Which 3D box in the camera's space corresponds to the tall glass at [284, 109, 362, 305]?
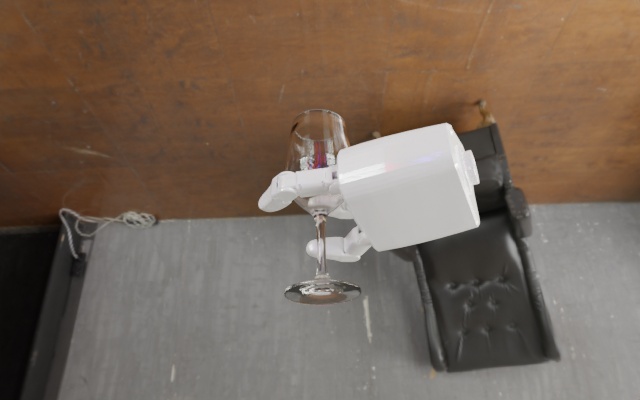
[{"bbox_3d":[0.000,0.002,0.502,0.079,0.201,0.079,-1,-28,-1],"label":"tall glass"}]
